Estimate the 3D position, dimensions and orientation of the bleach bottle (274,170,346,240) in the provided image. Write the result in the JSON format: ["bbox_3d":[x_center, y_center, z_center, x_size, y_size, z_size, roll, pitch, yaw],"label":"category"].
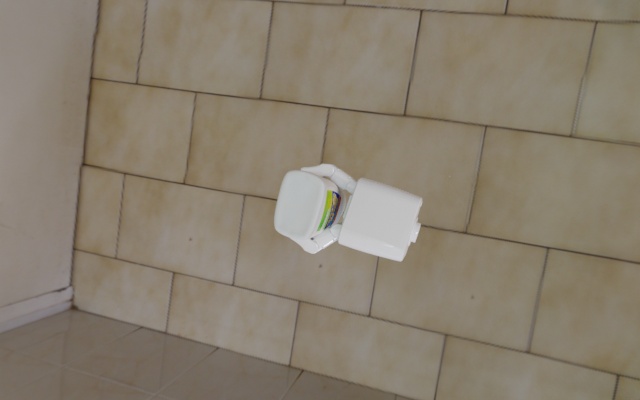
[{"bbox_3d":[0.000,0.003,0.797,0.068,0.102,0.251,17,7,14],"label":"bleach bottle"}]
